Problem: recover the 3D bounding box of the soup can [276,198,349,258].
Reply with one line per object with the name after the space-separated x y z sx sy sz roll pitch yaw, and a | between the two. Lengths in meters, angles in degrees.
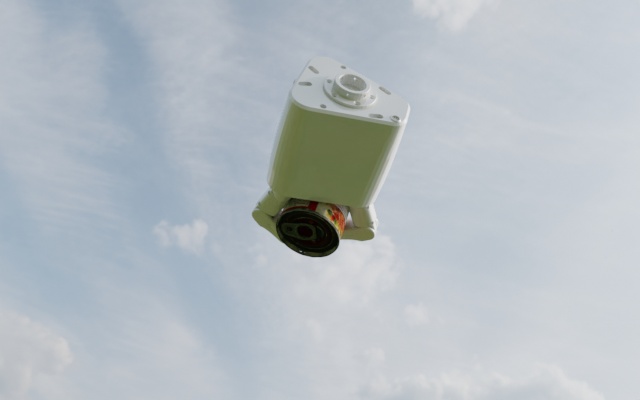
0.000 0.002 0.519 0.068 0.069 0.102 0 41 21 | soup can
